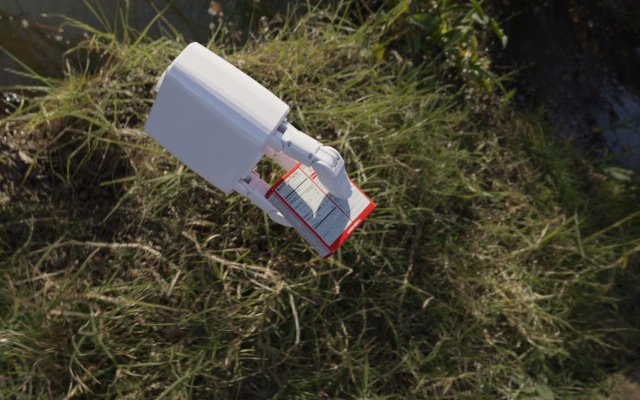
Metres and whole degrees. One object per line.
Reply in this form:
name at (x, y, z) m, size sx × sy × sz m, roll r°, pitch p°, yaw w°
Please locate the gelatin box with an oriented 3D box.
gelatin box at (0.000, 0.002, 0.482) m, size 0.073 × 0.089 × 0.030 m, roll -45°, pitch 0°, yaw -29°
